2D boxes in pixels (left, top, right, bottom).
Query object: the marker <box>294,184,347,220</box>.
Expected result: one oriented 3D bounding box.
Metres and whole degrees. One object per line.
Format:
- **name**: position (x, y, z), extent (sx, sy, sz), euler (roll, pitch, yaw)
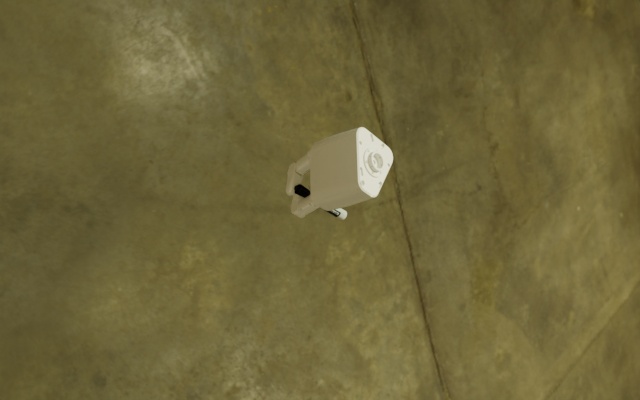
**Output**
- **marker**: position (0.000, 0.003, 0.843), extent (0.121, 0.020, 0.020), euler (31, -19, -35)
